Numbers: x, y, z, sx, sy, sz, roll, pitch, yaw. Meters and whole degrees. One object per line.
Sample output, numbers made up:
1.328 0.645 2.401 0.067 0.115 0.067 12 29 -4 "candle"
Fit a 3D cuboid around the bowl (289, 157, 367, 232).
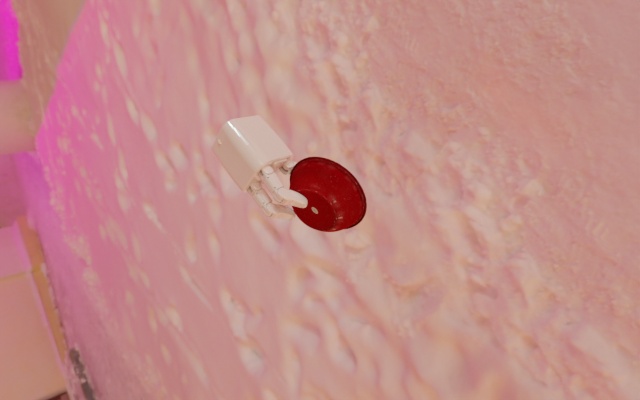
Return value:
0.001 0.004 0.867 0.162 0.162 0.055 0 35 35 "bowl"
